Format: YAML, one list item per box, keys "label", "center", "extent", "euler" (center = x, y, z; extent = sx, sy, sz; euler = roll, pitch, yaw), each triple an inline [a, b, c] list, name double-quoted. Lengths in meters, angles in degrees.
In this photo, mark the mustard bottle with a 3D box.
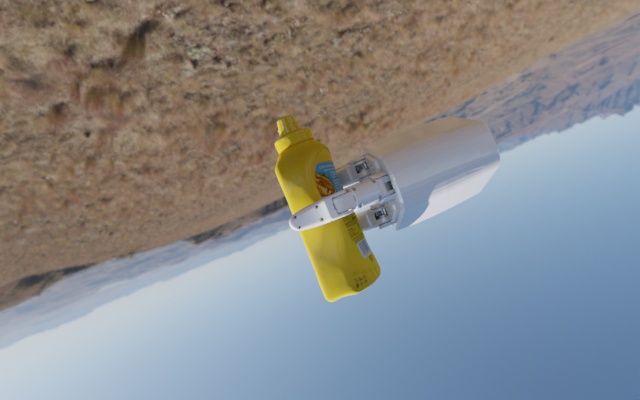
- label: "mustard bottle"
  center: [0.000, 0.002, 0.496]
  extent: [0.058, 0.191, 0.096]
  euler: [-23, -2, 21]
